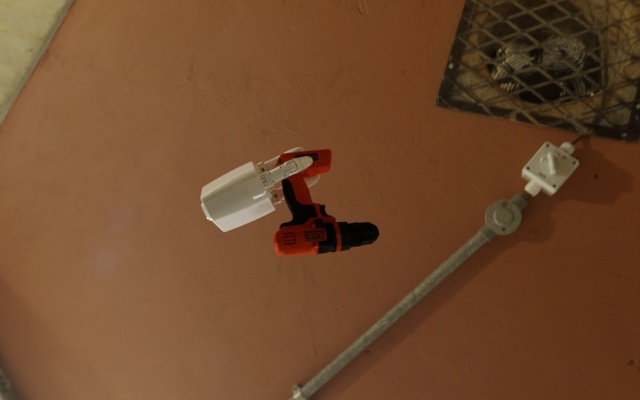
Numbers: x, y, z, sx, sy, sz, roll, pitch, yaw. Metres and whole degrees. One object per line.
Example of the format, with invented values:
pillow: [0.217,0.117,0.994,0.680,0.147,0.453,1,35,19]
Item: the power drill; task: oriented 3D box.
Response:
power drill: [0.000,0.002,0.843,0.184,0.187,0.057,-5,-24,-13]
